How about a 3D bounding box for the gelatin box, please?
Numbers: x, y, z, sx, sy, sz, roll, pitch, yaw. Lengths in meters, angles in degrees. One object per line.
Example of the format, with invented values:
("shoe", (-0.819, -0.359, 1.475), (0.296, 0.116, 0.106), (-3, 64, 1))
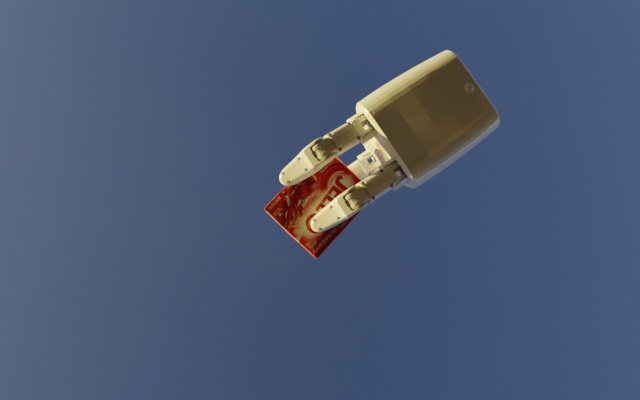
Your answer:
("gelatin box", (0.000, 0.002, 0.482), (0.073, 0.089, 0.030), (43, 1, 4))
